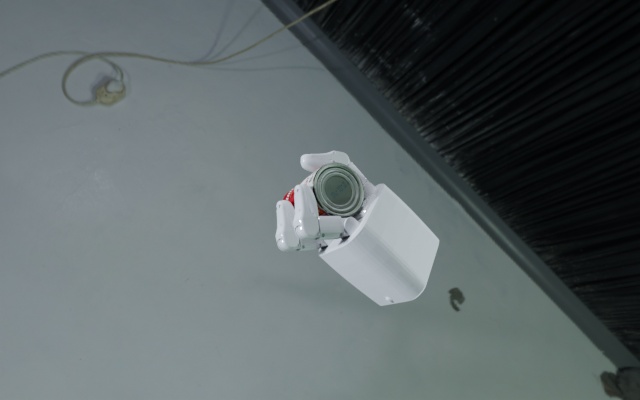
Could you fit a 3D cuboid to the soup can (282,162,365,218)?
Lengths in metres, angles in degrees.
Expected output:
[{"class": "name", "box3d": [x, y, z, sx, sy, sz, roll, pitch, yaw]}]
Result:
[{"class": "soup can", "box3d": [0.000, 0.001, 0.580, 0.068, 0.068, 0.102, 0, -16, -27]}]
